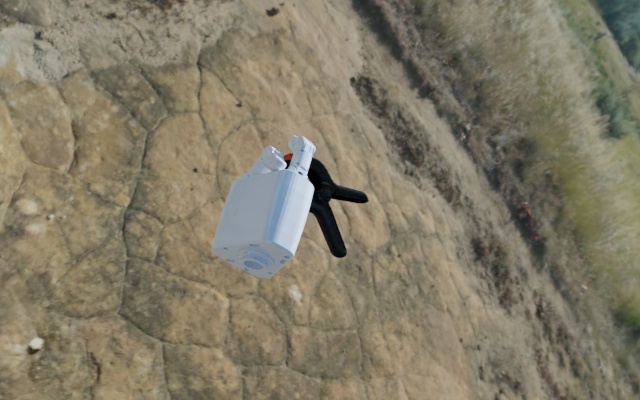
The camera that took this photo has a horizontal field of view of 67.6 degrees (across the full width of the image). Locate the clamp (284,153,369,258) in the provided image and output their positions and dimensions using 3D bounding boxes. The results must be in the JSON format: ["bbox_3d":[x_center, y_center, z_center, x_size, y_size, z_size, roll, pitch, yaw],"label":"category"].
[{"bbox_3d":[0.000,0.002,0.695,0.171,0.120,0.039,35,-38,-29],"label":"clamp"}]
